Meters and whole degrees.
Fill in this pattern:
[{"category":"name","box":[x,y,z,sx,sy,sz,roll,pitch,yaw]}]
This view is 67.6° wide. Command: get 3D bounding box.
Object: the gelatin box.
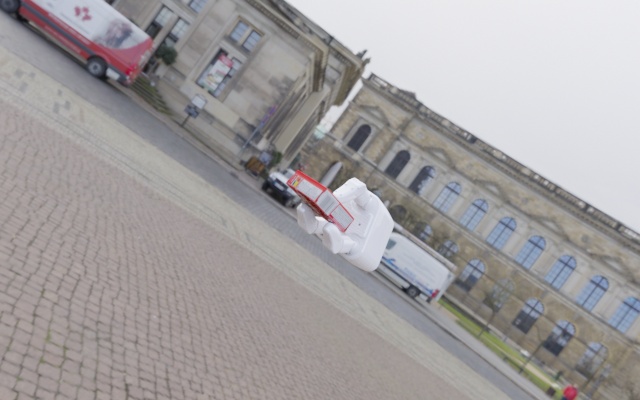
[{"category":"gelatin box","box":[0.000,0.002,0.693,0.073,0.030,0.089,34,-9,44]}]
